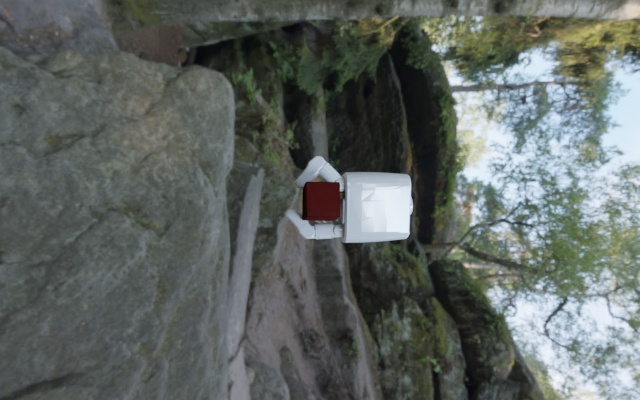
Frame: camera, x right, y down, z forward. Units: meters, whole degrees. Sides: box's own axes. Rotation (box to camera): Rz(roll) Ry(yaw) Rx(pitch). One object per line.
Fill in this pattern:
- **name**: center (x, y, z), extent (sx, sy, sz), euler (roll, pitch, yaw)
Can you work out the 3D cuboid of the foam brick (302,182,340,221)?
- **foam brick**: center (0.000, 0.002, 0.725), extent (0.051, 0.053, 0.078), euler (1, -6, -5)
